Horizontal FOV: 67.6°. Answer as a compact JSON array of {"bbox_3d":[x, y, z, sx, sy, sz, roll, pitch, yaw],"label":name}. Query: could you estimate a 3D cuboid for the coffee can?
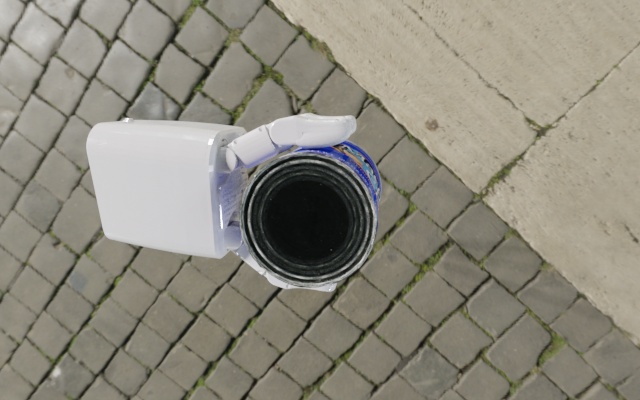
[{"bbox_3d":[0.000,0.001,0.414,0.103,0.103,0.140,0,12,8],"label":"coffee can"}]
